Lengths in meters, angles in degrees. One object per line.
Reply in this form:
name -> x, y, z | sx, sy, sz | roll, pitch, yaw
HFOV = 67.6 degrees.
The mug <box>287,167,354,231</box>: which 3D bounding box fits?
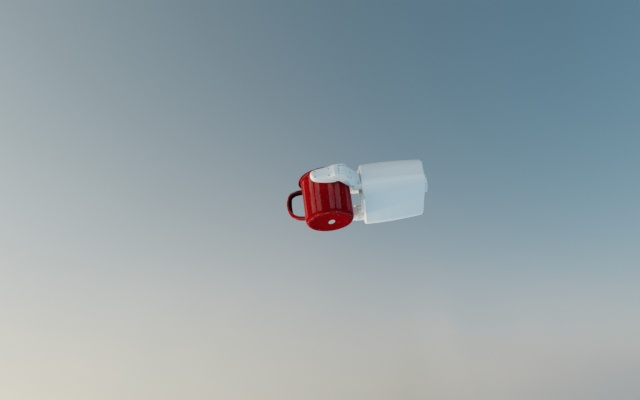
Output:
mug -> -0.001, 0.003, 0.813 | 0.117, 0.081, 0.093 | -9, -27, 4
